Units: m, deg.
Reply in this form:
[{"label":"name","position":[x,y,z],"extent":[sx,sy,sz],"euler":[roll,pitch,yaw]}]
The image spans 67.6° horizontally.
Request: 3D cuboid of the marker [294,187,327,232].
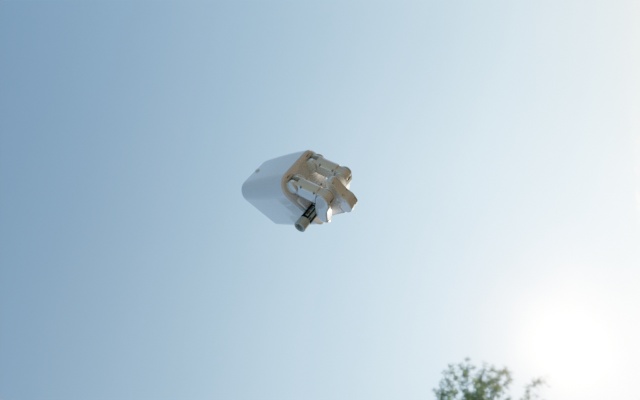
[{"label":"marker","position":[0.000,0.002,0.732],"extent":[0.020,0.020,0.121],"euler":[0,38,41]}]
